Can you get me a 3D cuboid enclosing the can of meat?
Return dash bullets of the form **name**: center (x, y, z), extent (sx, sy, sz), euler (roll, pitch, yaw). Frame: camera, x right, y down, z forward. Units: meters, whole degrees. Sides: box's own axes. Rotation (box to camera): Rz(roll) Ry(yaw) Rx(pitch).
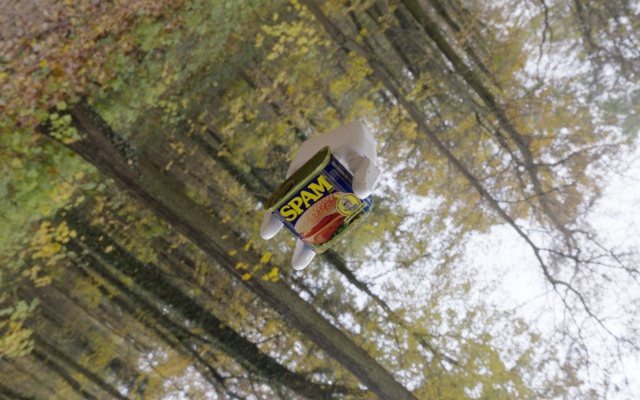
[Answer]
- **can of meat**: center (0.000, 0.002, 0.560), extent (0.102, 0.084, 0.057), euler (-39, 18, 19)
